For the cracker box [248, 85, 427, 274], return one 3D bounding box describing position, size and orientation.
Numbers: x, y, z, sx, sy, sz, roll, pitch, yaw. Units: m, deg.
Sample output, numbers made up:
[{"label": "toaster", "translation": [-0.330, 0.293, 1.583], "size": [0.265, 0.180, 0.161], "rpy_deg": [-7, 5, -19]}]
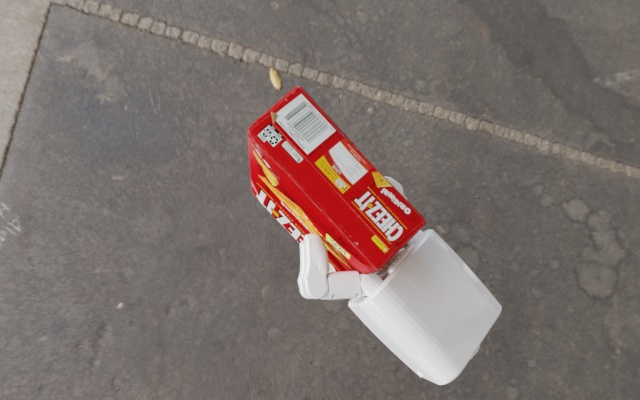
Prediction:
[{"label": "cracker box", "translation": [0.000, 0.001, 0.499], "size": [0.072, 0.164, 0.214], "rpy_deg": [-42, -4, -14]}]
